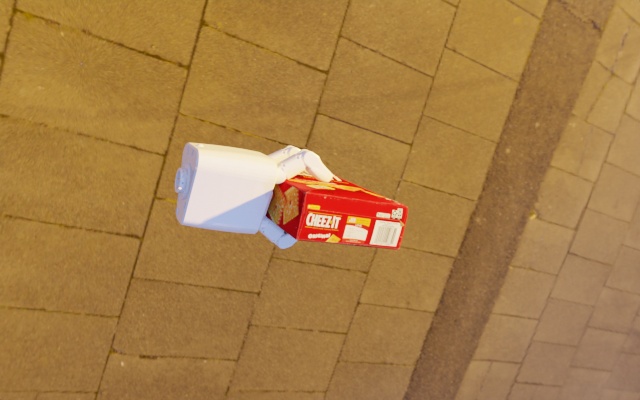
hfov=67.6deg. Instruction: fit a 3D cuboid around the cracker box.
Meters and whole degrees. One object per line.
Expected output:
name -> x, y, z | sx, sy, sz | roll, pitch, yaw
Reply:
cracker box -> 0.000, 0.003, 0.706 | 0.164, 0.072, 0.213 | 8, 11, -28
